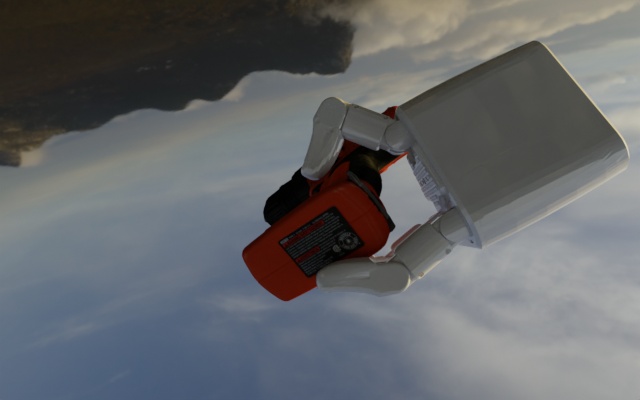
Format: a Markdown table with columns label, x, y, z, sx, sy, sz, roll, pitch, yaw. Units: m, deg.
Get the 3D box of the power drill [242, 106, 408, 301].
| label | x | y | z | sx | sy | sz | roll | pitch | yaw |
| --- | --- | --- | --- | --- | --- | --- | --- | --- | --- |
| power drill | 0.000 | 0.001 | 0.409 | 0.184 | 0.057 | 0.187 | -36 | 14 | 25 |
